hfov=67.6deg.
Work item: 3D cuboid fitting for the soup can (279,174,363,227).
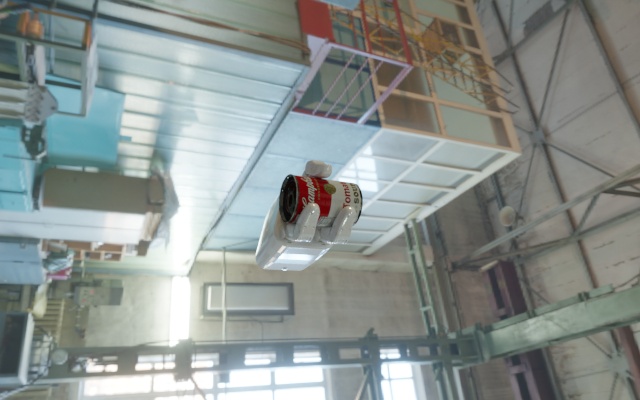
[{"bbox_3d":[0.001,0.002,0.678,0.102,0.068,0.068,6,-3,-24],"label":"soup can"}]
